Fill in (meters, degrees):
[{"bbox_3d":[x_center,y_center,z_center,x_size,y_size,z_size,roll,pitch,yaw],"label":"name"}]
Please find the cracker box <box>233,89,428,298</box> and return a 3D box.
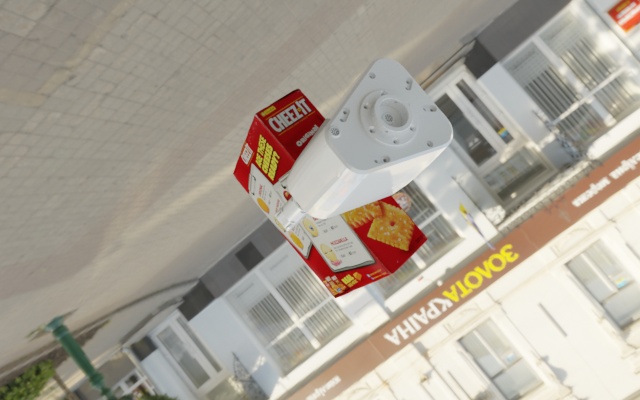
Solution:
[{"bbox_3d":[0.000,0.002,0.560,0.072,0.213,0.164,-38,-4,-27],"label":"cracker box"}]
